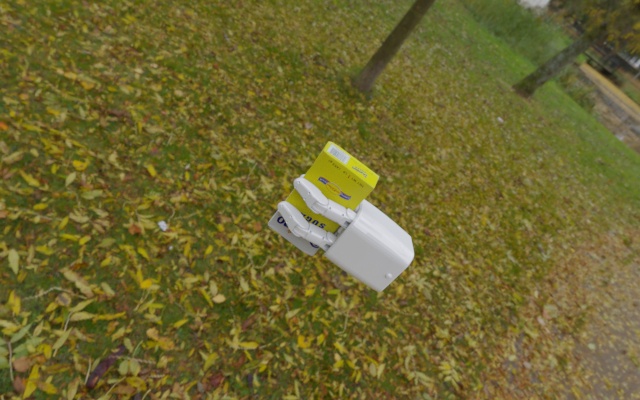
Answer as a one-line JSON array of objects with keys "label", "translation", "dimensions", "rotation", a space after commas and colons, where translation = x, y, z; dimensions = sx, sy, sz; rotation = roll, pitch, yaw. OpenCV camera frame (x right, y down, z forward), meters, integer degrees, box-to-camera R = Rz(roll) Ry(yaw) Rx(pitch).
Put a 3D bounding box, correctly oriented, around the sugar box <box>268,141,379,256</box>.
[{"label": "sugar box", "translation": [0.000, 0.003, 0.738], "dimensions": [0.093, 0.176, 0.048], "rotation": [36, 33, -3]}]
